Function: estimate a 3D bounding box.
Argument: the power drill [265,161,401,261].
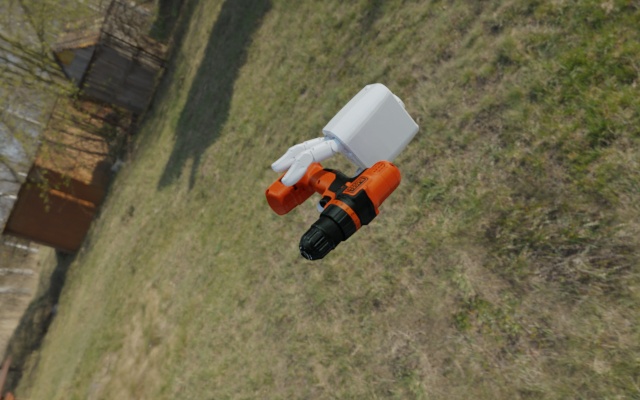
[{"bbox_3d":[0.000,0.002,0.696,0.184,0.057,0.187,-41,33,-24],"label":"power drill"}]
